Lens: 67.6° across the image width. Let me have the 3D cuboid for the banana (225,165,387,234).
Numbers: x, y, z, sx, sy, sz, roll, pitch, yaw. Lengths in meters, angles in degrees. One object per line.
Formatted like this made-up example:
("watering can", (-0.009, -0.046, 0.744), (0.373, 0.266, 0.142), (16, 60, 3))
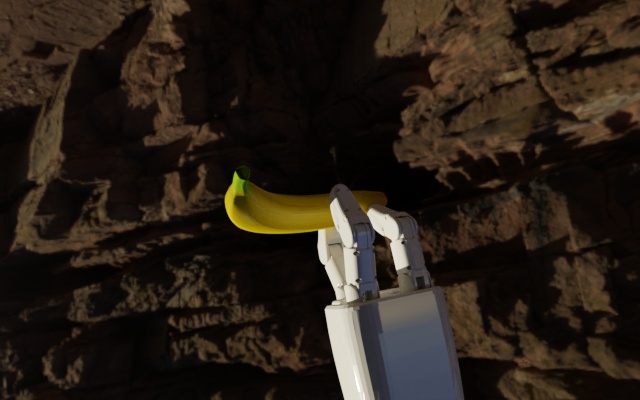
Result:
("banana", (-0.016, 0.007, 0.435), (0.069, 0.037, 0.198), (-24, -18, 36))
